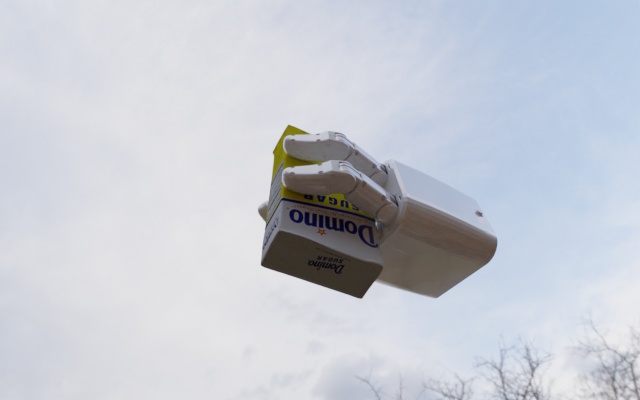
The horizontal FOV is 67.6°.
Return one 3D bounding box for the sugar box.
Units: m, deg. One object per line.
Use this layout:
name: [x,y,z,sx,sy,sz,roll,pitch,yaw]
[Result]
sugar box: [0.000,0.001,0.439,0.093,0.048,0.176,21,30,-16]
